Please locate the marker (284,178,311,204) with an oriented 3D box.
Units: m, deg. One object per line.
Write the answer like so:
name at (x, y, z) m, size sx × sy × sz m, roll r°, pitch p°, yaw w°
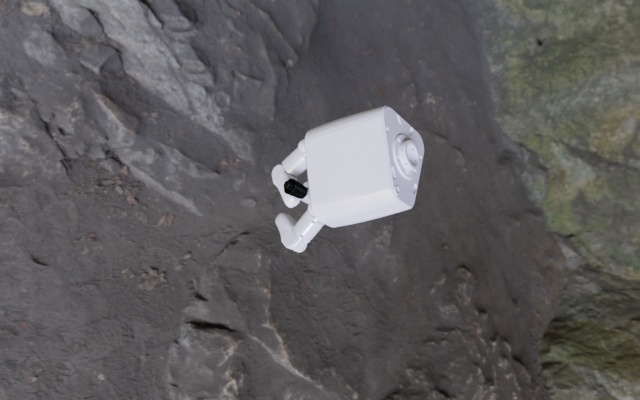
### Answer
marker at (0.000, 0.002, 0.572) m, size 0.020 × 0.020 × 0.121 m, roll 0°, pitch -20°, yaw 42°
